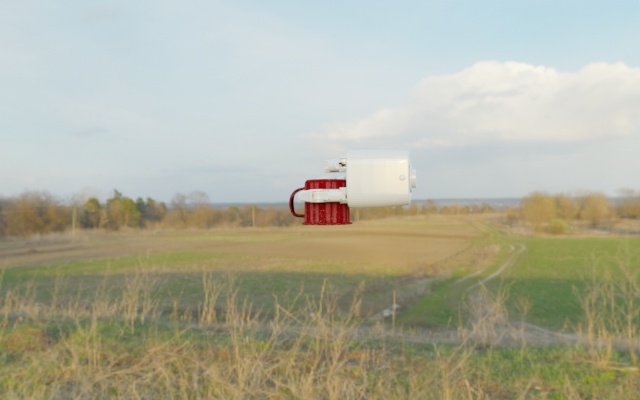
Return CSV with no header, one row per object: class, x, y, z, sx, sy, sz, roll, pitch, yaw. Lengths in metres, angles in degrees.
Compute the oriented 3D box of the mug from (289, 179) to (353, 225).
mug,-0.001,0.003,0.874,0.117,0.081,0.093,-1,0,11
